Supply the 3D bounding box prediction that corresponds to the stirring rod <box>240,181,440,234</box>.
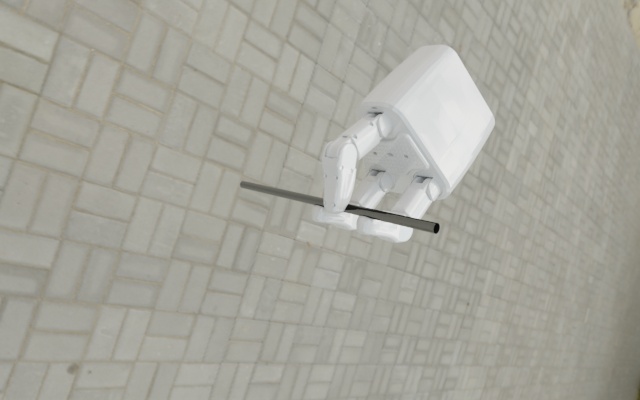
[{"bbox_3d":[0.000,0.001,0.426,0.011,0.011,0.239,0,9,-44],"label":"stirring rod"}]
